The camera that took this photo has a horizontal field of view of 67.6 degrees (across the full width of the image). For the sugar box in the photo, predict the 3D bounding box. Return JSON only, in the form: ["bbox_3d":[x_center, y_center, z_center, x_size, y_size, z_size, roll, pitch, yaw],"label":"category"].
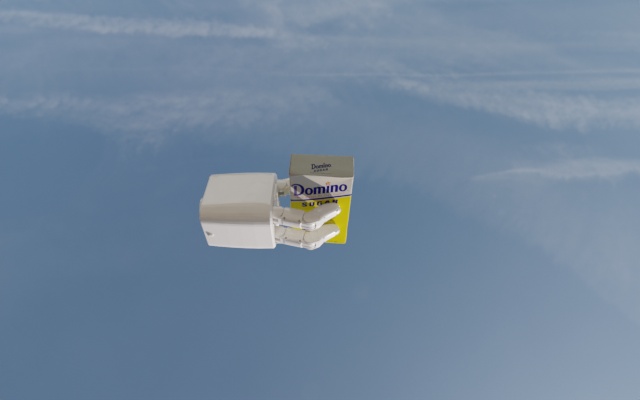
[{"bbox_3d":[0.000,0.003,0.741,0.093,0.048,0.176,2,-35,1],"label":"sugar box"}]
